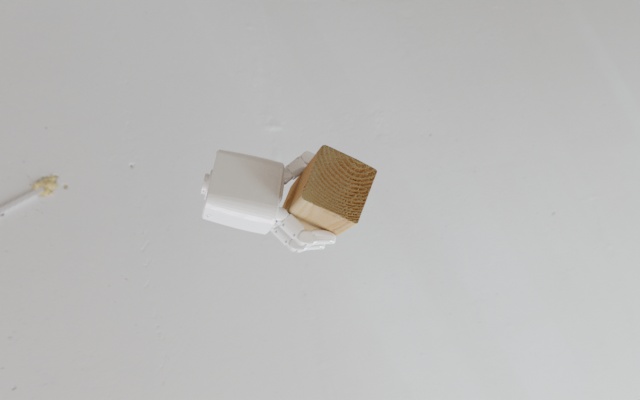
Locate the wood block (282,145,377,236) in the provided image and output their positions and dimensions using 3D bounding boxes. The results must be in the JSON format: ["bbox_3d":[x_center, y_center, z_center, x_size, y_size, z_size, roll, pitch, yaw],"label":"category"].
[{"bbox_3d":[0.000,0.002,0.757,0.090,0.090,0.206,25,-20,-9],"label":"wood block"}]
